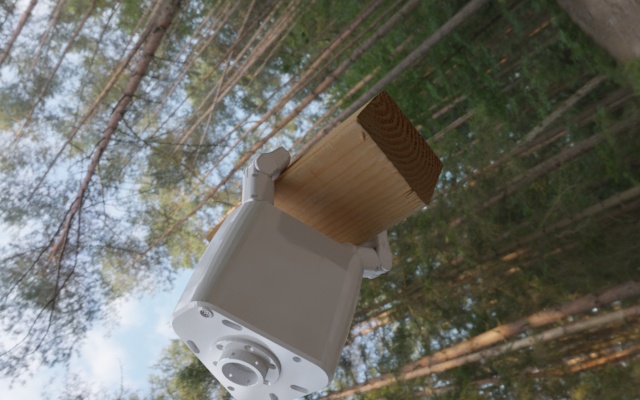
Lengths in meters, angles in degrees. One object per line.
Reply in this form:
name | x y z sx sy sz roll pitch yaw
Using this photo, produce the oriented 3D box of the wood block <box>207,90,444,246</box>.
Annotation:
wood block | 0.000 0.001 0.452 0.206 0.091 0.090 -35 9 34
